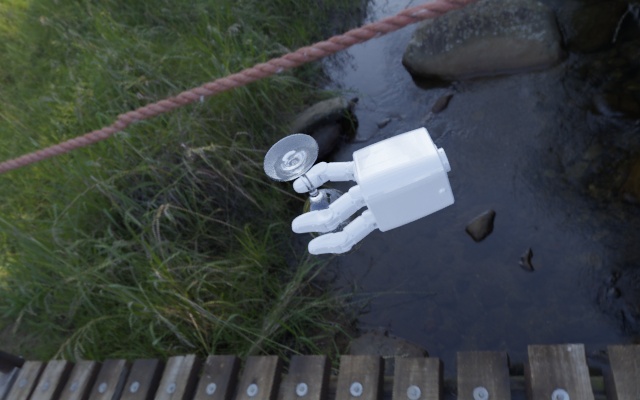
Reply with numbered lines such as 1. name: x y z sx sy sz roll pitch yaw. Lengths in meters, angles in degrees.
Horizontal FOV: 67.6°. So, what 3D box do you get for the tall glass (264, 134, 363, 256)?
1. tall glass: 0.000 0.002 0.662 0.079 0.079 0.201 0 -35 27
